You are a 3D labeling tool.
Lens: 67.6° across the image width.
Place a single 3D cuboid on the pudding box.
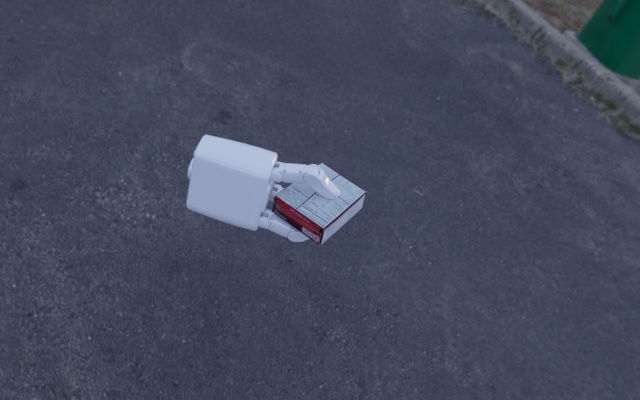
[{"bbox_3d":[0.000,0.002,0.686,0.090,0.039,0.113,35,49,19],"label":"pudding box"}]
